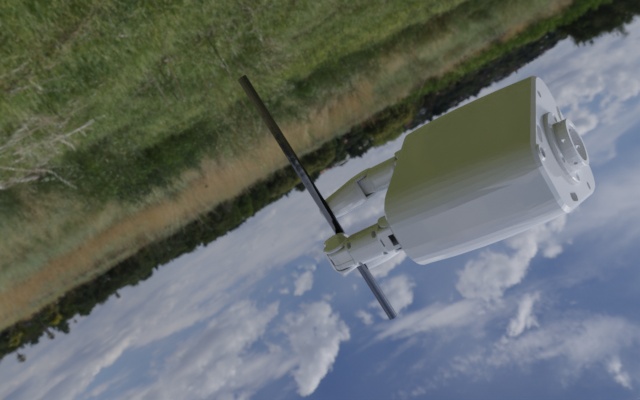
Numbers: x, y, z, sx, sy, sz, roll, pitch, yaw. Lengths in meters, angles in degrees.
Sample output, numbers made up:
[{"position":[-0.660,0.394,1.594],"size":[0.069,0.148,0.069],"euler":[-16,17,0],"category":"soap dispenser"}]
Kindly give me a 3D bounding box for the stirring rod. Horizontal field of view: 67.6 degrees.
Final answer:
[{"position":[0.000,0.001,0.402],"size":[0.011,0.239,0.011],"euler":[-32,8,5],"category":"stirring rod"}]
